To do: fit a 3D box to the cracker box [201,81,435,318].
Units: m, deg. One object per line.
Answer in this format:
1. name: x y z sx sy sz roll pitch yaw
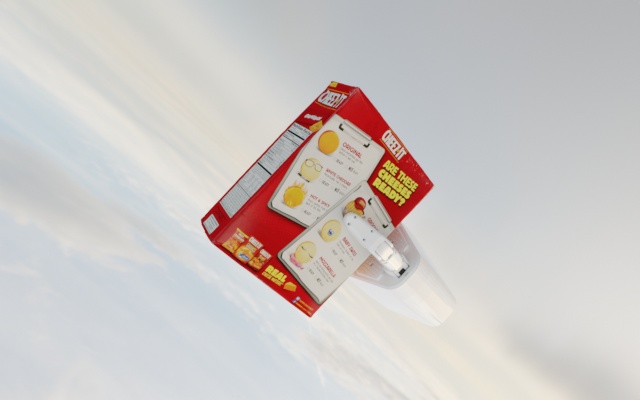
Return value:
1. cracker box: 0.000 0.002 0.535 0.164 0.213 0.072 45 -3 -33
